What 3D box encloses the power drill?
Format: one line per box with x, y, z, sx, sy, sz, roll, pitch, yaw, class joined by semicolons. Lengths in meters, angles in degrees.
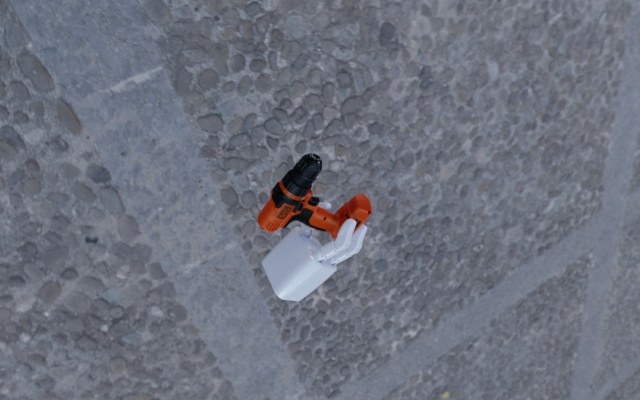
0.000;0.003;0.882;0.188;0.057;0.184;18;-50;-30;power drill
